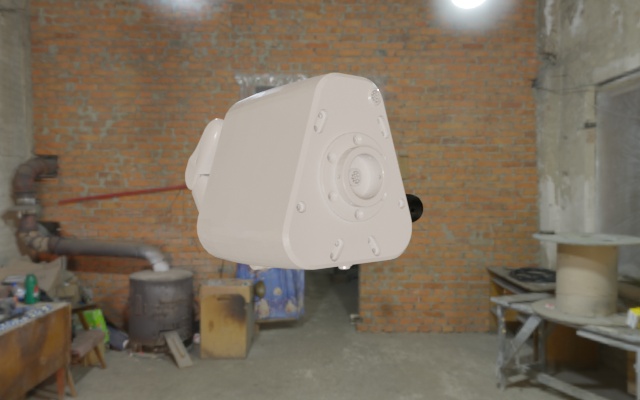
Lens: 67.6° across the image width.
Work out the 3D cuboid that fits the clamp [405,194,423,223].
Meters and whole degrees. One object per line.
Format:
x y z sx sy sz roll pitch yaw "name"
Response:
0.000 0.001 0.415 0.171 0.039 0.120 -1 -1 -36 "clamp"
